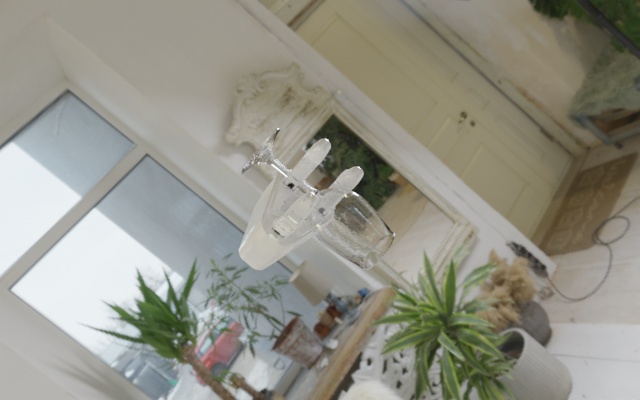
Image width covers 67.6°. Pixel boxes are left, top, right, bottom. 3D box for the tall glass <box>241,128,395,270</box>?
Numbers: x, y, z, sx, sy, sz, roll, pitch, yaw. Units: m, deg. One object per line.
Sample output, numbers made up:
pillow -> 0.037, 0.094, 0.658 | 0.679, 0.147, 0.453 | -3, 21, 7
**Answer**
tall glass -> 0.000, 0.002, 0.605 | 0.201, 0.079, 0.079 | 40, -4, -5
